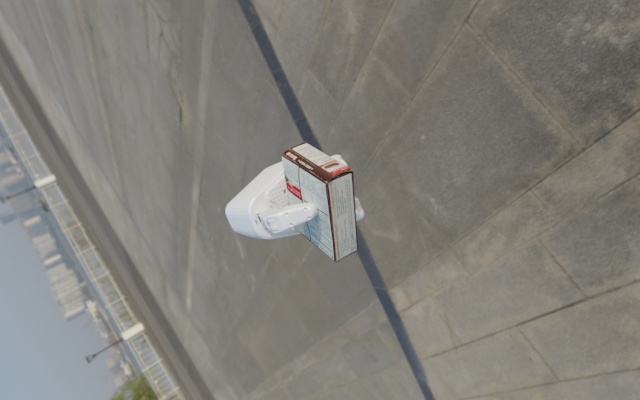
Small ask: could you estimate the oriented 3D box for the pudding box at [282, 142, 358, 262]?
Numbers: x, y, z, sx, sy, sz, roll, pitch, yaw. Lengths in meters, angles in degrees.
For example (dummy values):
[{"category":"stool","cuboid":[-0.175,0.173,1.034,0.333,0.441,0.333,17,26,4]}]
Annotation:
[{"category":"pudding box","cuboid":[0.000,0.002,0.544,0.039,0.114,0.090,-29,40,-26]}]
